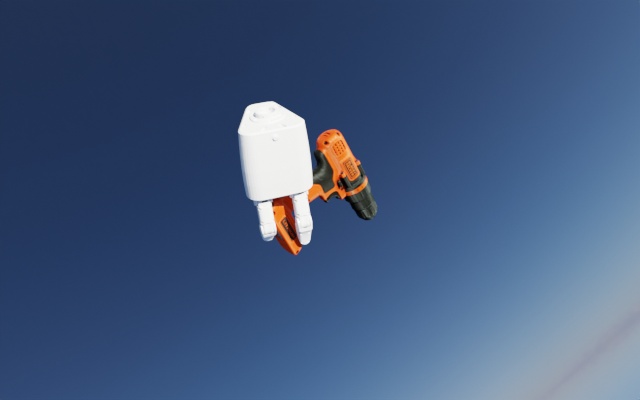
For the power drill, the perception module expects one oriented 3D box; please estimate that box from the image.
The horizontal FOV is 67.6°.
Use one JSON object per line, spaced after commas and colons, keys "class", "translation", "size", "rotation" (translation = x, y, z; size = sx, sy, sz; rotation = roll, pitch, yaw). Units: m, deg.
{"class": "power drill", "translation": [0.000, 0.003, 0.799], "size": [0.187, 0.184, 0.057], "rotation": [-41, 29, -18]}
